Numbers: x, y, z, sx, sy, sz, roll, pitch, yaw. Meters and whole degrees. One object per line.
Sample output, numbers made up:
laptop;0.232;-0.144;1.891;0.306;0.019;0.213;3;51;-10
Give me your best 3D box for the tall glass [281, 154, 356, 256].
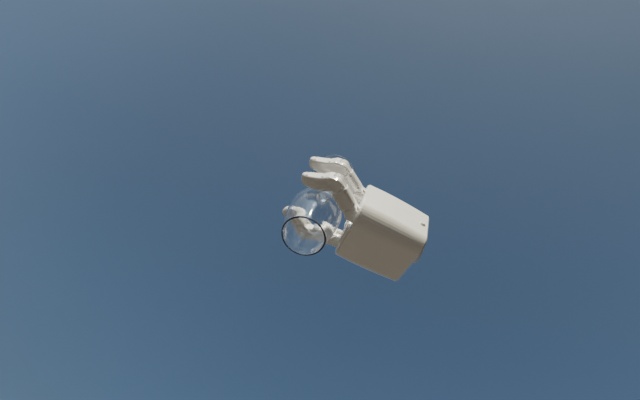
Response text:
tall glass;0.000;0.002;0.720;0.079;0.079;0.201;0;27;16
